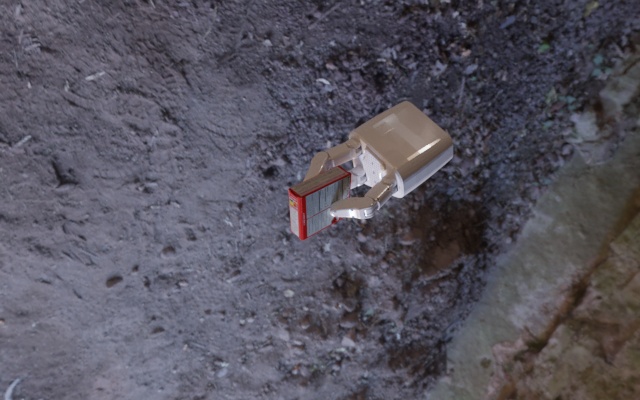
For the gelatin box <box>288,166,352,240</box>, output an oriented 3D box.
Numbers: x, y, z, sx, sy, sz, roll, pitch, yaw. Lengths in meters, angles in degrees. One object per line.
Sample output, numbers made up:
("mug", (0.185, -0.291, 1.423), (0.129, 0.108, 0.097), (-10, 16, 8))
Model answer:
("gelatin box", (0.000, 0.002, 0.645), (0.089, 0.073, 0.030), (-28, 45, -31))
